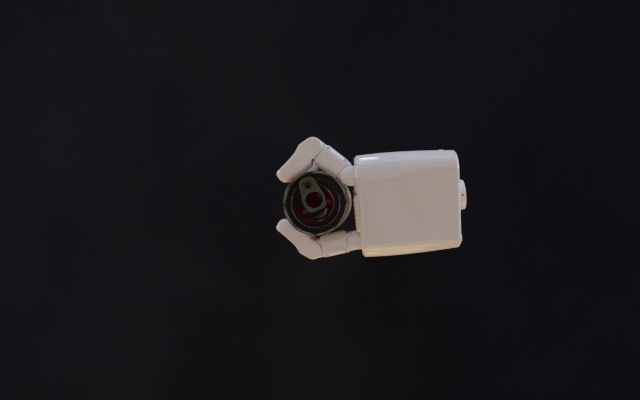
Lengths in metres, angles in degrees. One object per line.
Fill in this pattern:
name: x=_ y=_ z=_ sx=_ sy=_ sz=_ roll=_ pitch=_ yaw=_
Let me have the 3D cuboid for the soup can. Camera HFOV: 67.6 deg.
soup can: x=0.000 y=0.002 z=0.545 sx=0.068 sy=0.068 sz=0.102 roll=0 pitch=1 yaw=7
